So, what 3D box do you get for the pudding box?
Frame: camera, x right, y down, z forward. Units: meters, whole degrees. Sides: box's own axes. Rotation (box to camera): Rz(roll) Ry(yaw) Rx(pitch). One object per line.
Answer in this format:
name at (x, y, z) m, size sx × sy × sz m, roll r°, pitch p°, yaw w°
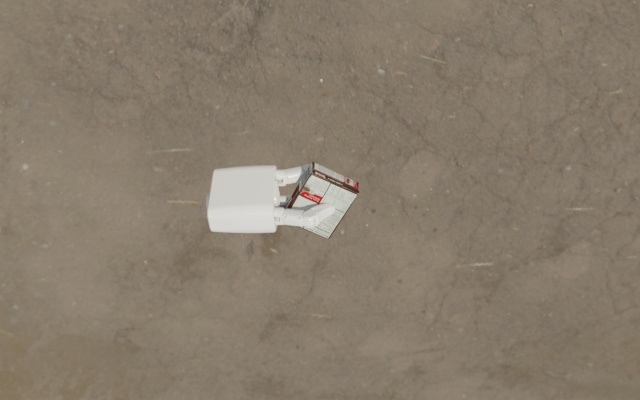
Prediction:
pudding box at (0.000, 0.003, 0.801) m, size 0.090 × 0.113 × 0.039 m, roll 23°, pitch 34°, yaw -14°
